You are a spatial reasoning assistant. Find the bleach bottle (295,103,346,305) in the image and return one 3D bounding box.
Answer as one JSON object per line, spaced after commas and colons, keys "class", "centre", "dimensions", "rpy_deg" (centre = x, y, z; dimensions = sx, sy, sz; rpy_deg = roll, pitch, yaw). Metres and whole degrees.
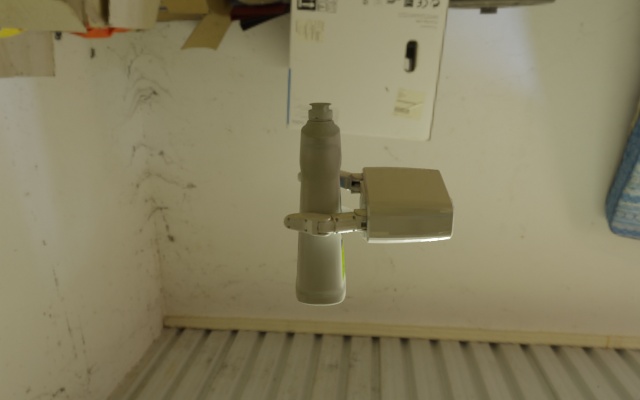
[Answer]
{"class": "bleach bottle", "centre": [0.000, 0.002, 0.622], "dimensions": [0.068, 0.251, 0.102], "rpy_deg": [0, 19, 1]}
